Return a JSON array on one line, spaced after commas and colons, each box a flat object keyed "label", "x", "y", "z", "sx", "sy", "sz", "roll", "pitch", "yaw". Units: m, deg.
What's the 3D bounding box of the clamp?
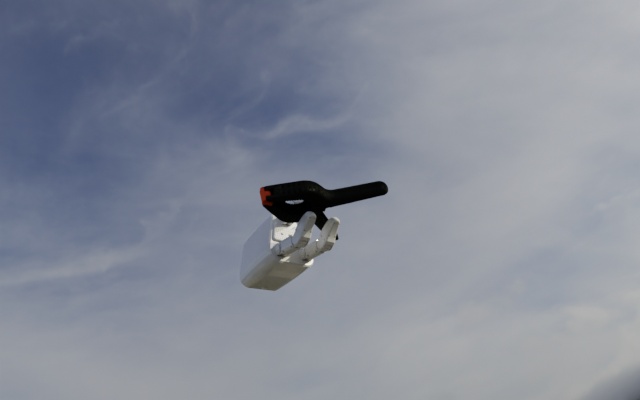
[{"label": "clamp", "x": -0.001, "y": 0.002, "z": 0.793, "sx": 0.210, "sy": 0.036, "sz": 0.165, "roll": 16, "pitch": -46, "yaw": -39}]
